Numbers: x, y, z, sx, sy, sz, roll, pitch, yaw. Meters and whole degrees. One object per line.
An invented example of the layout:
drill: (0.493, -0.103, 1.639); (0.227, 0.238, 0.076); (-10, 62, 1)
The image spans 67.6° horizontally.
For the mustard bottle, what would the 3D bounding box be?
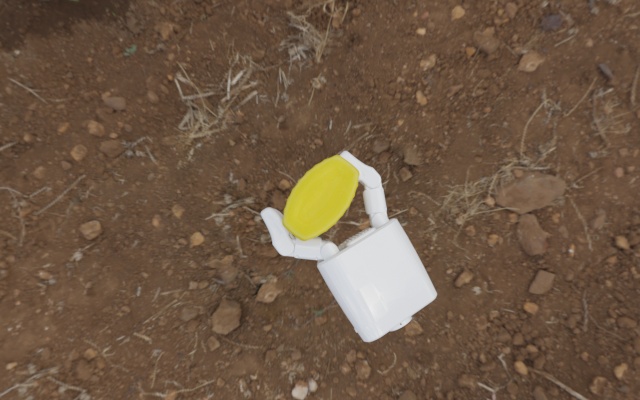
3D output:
mustard bottle: (0.000, 0.002, 0.580); (0.058, 0.096, 0.191); (37, -3, 2)
